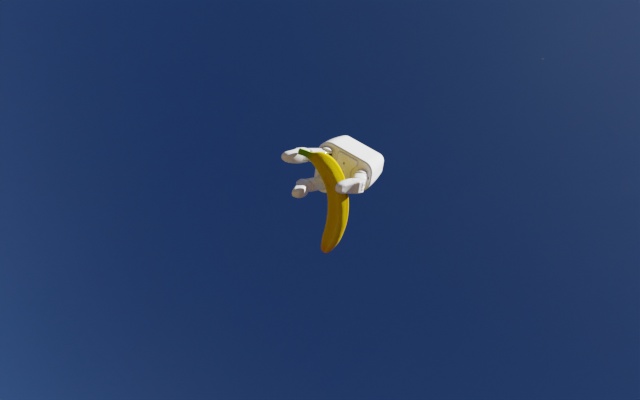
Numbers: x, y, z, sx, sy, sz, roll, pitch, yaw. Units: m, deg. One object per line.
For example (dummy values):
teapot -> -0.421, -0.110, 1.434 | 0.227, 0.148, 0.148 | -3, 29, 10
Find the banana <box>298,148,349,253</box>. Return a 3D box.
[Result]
banana -> 0.017, -0.003, 0.839 | 0.069, 0.198, 0.037 | -7, 15, 21
